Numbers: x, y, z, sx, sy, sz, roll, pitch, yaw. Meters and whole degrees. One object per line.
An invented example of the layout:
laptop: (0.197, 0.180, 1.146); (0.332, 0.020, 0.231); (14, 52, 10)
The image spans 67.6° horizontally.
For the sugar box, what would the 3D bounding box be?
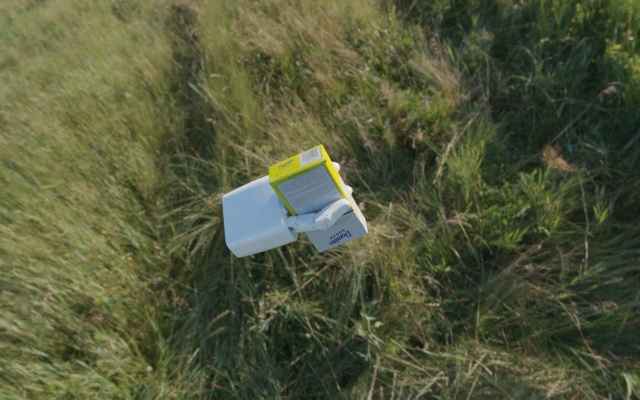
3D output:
sugar box: (0.000, 0.002, 0.759); (0.093, 0.048, 0.176); (-22, -47, 12)
